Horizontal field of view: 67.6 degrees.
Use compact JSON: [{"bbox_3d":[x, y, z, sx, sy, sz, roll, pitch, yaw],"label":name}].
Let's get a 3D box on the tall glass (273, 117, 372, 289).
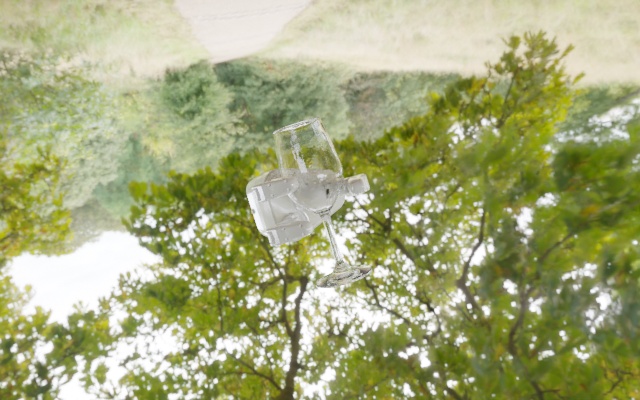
[{"bbox_3d":[0.000,0.003,0.596,0.079,0.201,0.079,-17,5,2],"label":"tall glass"}]
